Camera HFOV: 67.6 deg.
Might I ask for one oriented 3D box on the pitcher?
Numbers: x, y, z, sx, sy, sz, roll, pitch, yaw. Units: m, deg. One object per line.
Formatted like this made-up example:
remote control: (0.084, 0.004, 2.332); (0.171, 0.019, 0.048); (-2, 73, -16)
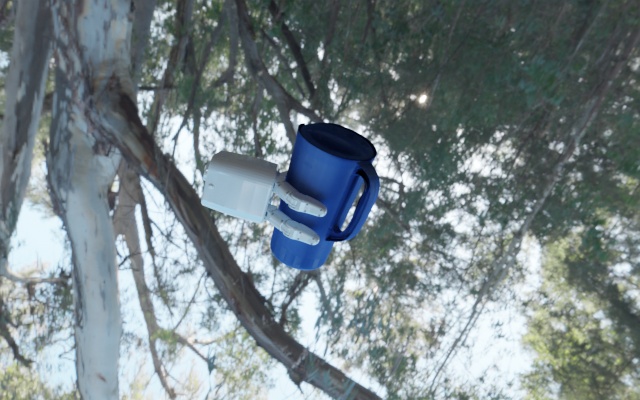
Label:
pitcher: (0.000, 0.003, 0.805); (0.145, 0.243, 0.149); (16, 29, -5)
